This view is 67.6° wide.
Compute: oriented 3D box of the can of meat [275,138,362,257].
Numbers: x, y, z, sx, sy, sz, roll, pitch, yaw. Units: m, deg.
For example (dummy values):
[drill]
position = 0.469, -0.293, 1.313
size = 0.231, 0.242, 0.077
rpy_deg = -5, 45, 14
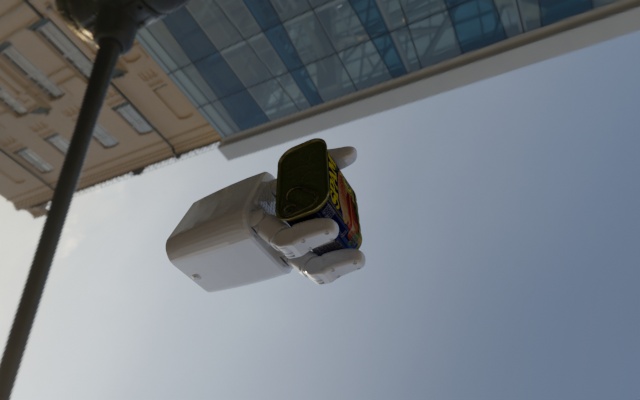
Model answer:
[can of meat]
position = 0.000, 0.002, 0.492
size = 0.057, 0.102, 0.084
rpy_deg = -21, -47, 18
